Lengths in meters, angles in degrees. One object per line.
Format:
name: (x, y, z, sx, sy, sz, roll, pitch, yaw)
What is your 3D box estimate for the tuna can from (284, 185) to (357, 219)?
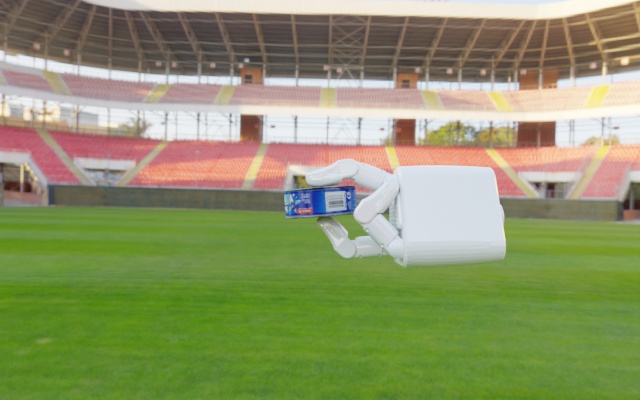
tuna can: (0.000, 0.001, 0.563, 0.086, 0.034, 0.086, -4, 0, 0)
